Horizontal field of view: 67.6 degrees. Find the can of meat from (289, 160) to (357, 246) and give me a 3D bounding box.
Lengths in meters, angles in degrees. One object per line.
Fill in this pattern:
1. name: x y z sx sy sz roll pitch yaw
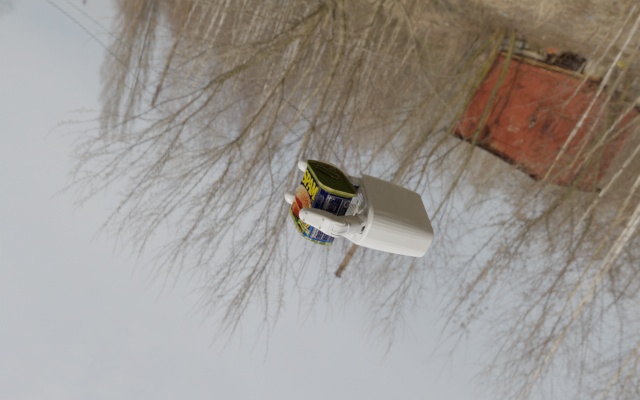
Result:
1. can of meat: 0.000 0.003 0.671 0.057 0.084 0.102 14 22 -23
